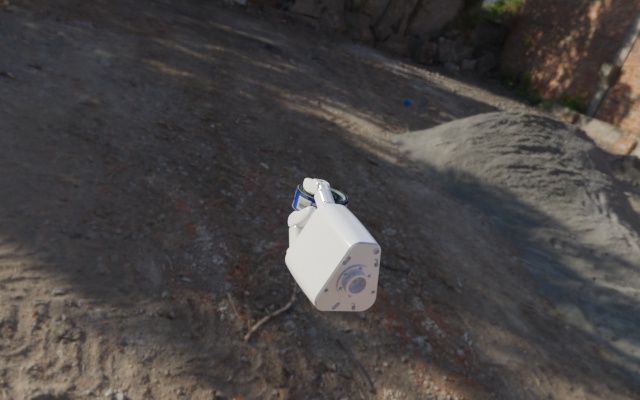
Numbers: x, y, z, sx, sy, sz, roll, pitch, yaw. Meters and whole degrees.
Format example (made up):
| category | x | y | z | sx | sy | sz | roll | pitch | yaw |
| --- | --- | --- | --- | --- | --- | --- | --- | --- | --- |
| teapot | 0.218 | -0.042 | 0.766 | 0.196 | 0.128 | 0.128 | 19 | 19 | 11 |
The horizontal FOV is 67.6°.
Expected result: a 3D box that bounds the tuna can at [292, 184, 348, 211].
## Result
| category | x | y | z | sx | sy | sz | roll | pitch | yaw |
| --- | --- | --- | --- | --- | --- | --- | --- | --- | --- |
| tuna can | 0.000 | 0.002 | 0.758 | 0.086 | 0.034 | 0.086 | 13 | 18 | -4 |
